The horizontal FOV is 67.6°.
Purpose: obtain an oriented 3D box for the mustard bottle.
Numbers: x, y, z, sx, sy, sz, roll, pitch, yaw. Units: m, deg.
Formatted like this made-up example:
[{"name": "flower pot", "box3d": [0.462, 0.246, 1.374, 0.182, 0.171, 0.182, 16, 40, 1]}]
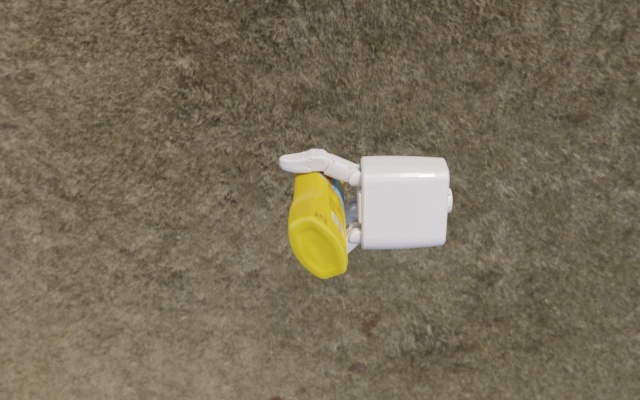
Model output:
[{"name": "mustard bottle", "box3d": [0.000, 0.002, 0.611, 0.058, 0.096, 0.191, -22, 32, 16]}]
